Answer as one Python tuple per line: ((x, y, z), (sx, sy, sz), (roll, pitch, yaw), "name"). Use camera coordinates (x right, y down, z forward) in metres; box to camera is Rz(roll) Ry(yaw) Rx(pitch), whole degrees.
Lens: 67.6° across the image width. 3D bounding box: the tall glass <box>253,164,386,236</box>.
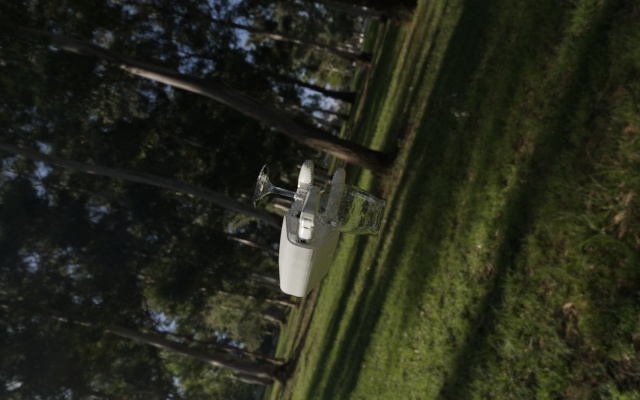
((-0.001, 0.002, 0.762), (0.201, 0.079, 0.079), (14, 1, 4), "tall glass")
